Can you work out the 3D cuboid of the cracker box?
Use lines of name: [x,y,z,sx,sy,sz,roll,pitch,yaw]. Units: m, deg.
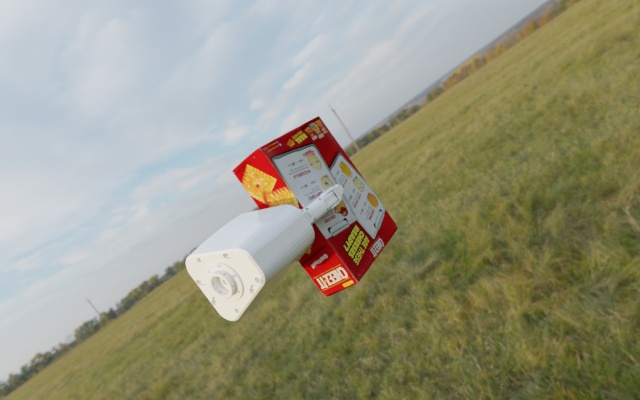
cracker box: [0.000,0.002,0.680,0.072,0.214,0.164,-32,5,37]
